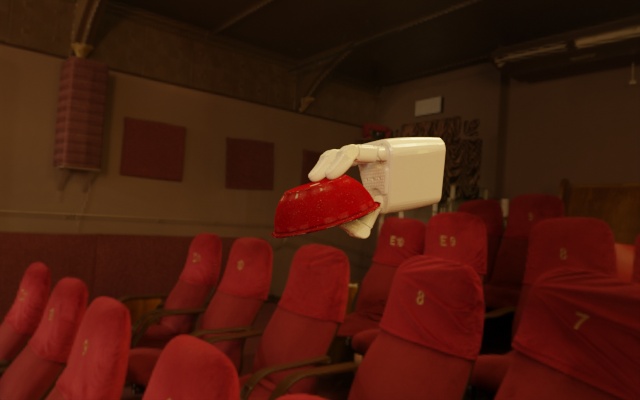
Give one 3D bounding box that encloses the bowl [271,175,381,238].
[{"bbox_3d":[-0.001,0.002,0.673,0.162,0.055,0.162,-16,6,2],"label":"bowl"}]
